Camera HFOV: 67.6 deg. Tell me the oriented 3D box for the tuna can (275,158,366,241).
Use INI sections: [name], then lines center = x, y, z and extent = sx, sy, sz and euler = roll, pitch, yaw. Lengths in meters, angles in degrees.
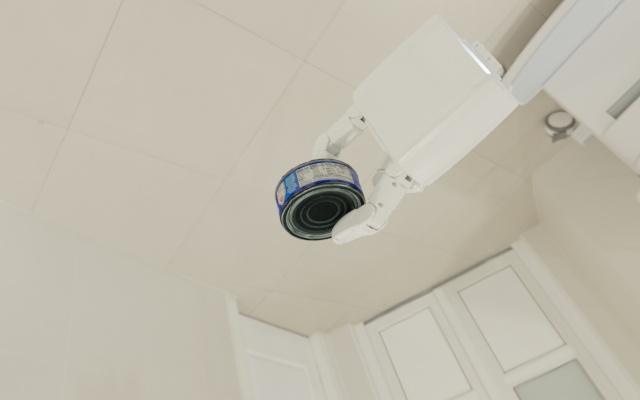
[tuna can]
center = 0.000, 0.002, 0.465
extent = 0.086, 0.033, 0.086
euler = -9, -41, -8
